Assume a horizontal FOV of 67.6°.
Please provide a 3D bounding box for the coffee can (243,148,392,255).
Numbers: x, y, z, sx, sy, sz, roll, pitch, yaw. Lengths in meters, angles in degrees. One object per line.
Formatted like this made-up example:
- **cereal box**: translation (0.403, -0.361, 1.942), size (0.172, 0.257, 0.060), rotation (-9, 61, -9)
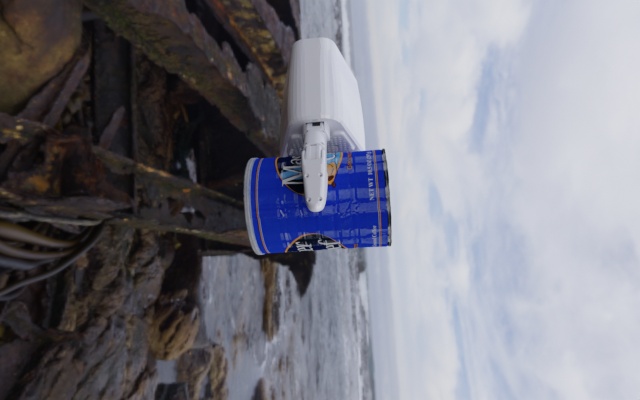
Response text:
- **coffee can**: translation (0.000, 0.002, 0.501), size (0.140, 0.103, 0.103), rotation (-4, 0, 5)
